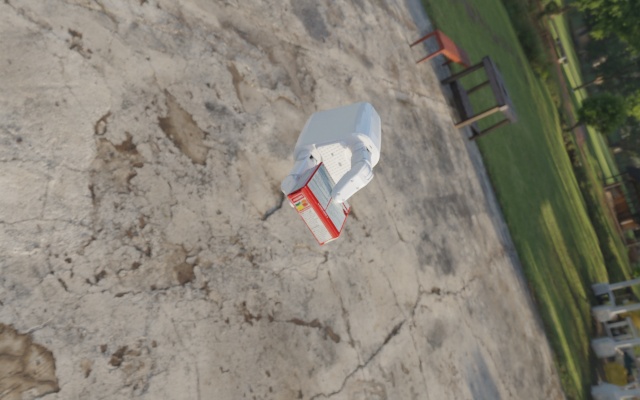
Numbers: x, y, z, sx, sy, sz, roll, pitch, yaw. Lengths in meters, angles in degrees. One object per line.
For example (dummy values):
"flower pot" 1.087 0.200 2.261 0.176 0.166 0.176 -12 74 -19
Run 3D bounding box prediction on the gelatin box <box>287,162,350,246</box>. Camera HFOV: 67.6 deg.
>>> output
"gelatin box" 0.000 0.002 0.584 0.030 0.073 0.089 -27 15 23
